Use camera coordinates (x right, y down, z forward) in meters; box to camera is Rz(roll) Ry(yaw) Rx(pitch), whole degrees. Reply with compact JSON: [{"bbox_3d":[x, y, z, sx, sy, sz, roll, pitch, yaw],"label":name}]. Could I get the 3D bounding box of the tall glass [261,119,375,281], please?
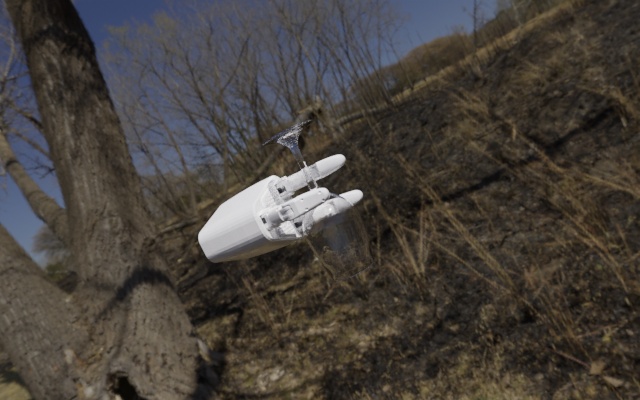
[{"bbox_3d":[0.000,0.001,0.620,0.079,0.201,0.079,-26,4,2],"label":"tall glass"}]
